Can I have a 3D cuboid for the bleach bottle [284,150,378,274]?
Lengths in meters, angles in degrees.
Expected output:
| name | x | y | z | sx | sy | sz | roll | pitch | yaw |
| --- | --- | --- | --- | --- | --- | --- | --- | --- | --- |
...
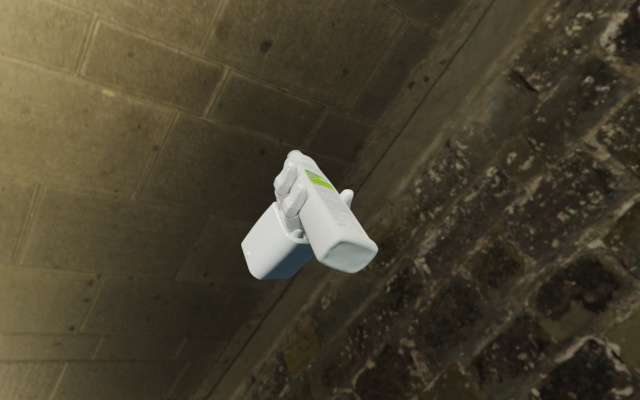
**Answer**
| name | x | y | z | sx | sy | sz | roll | pitch | yaw |
| --- | --- | --- | --- | --- | --- | --- | --- | --- | --- |
| bleach bottle | 0.000 | 0.003 | 0.799 | 0.102 | 0.068 | 0.250 | 24 | 27 | -40 |
